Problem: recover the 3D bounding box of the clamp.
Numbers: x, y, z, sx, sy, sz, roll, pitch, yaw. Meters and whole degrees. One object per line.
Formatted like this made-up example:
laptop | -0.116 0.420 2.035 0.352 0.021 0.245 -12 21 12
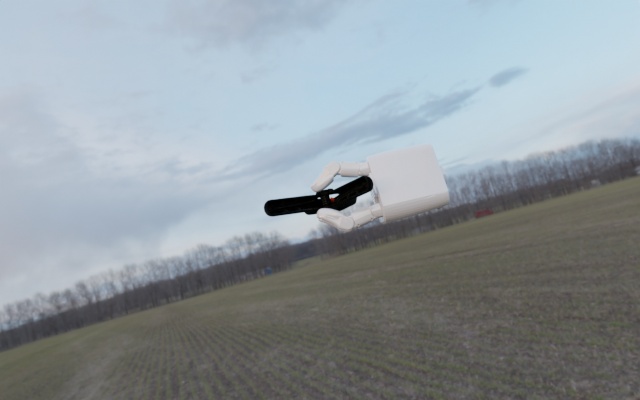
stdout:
clamp | 0.000 0.002 0.780 0.164 0.036 0.210 -12 -6 1
